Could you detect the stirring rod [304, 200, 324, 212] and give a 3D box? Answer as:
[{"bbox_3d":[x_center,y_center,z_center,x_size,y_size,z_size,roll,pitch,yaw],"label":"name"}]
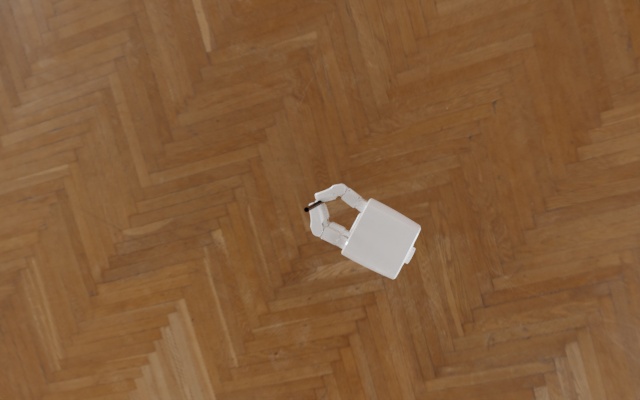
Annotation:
[{"bbox_3d":[0.000,0.003,0.883,0.011,0.011,0.239,0,6,11],"label":"stirring rod"}]
